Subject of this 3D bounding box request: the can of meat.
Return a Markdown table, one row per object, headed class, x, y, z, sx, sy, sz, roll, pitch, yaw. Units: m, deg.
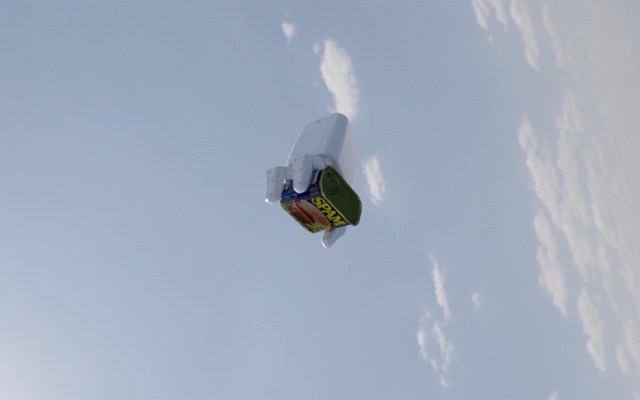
| class | x | y | z | sx | sy | sz | roll | pitch | yaw |
| --- | --- | --- | --- | --- | --- | --- | --- | --- | --- |
| can of meat | 0.000 | 0.003 | 0.726 | 0.084 | 0.057 | 0.102 | -16 | -47 | 34 |
